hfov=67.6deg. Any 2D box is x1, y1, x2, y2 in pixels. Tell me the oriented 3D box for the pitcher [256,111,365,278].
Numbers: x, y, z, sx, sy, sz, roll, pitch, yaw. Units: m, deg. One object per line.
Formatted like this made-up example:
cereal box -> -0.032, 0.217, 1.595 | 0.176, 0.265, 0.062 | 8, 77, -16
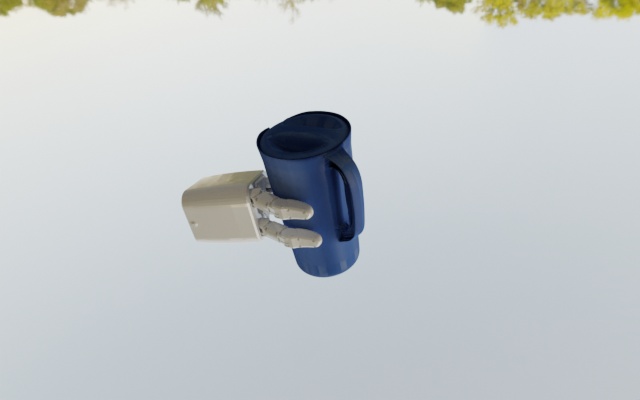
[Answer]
pitcher -> 0.000, 0.002, 0.715 | 0.145, 0.243, 0.149 | -4, 37, 10
